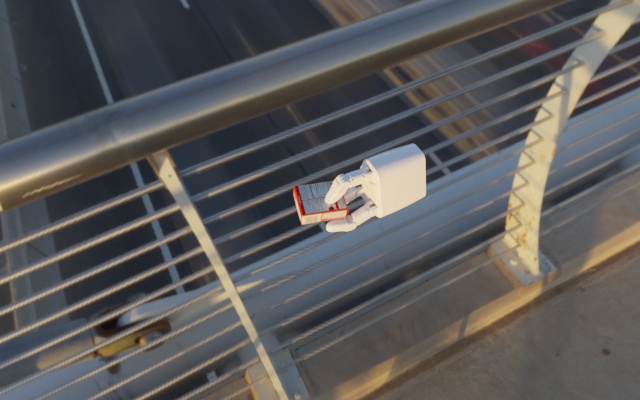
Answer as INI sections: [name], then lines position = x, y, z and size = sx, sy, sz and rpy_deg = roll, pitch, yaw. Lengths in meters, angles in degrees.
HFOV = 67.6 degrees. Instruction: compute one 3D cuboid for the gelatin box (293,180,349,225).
[gelatin box]
position = 0.000, 0.003, 0.880
size = 0.089, 0.073, 0.030
rpy_deg = -8, -38, -12
